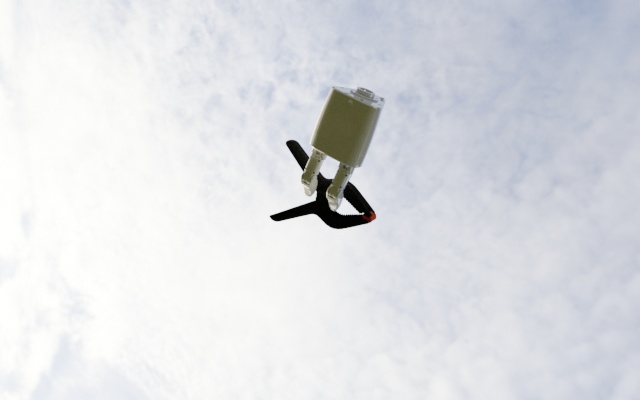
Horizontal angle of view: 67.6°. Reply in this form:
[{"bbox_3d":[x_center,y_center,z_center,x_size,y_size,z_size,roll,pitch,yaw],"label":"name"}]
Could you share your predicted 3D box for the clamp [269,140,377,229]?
[{"bbox_3d":[0.001,0.003,0.878,0.210,0.165,0.036,29,25,18],"label":"clamp"}]
